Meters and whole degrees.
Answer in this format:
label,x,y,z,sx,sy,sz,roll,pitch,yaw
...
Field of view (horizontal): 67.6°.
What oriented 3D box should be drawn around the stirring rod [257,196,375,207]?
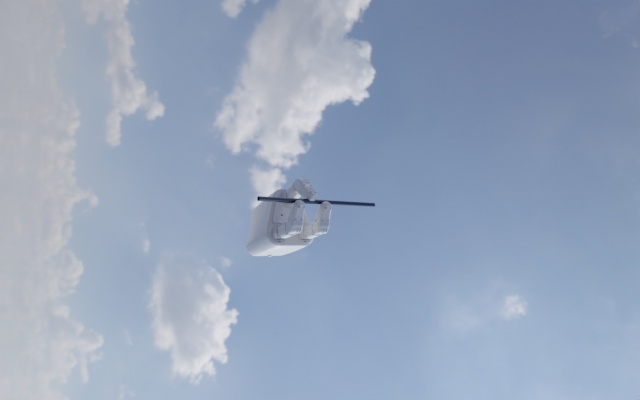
label,x,y,z,sx,sy,sz,roll,pitch,yaw
stirring rod,0.000,0.003,0.837,0.239,0.011,0.011,3,-2,-33
